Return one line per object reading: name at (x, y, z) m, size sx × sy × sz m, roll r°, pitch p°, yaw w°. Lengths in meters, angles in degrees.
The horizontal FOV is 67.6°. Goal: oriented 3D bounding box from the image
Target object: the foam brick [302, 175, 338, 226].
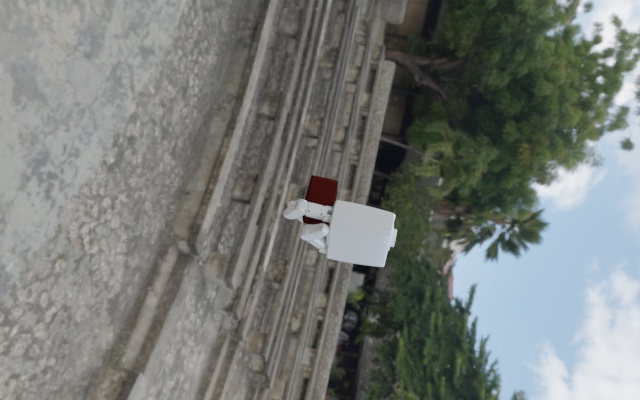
foam brick at (0.000, 0.003, 0.875) m, size 0.051 × 0.078 × 0.053 m, roll 10°, pitch -29°, yaw 7°
